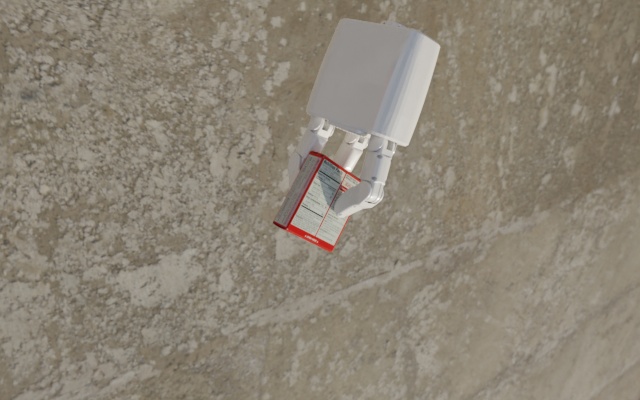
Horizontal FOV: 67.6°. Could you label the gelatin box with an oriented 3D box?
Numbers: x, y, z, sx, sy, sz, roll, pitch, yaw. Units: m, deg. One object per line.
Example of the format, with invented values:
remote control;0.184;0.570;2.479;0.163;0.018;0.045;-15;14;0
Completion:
gelatin box;0.000;0.002;0.517;0.073;0.089;0.030;30;-6;-41
